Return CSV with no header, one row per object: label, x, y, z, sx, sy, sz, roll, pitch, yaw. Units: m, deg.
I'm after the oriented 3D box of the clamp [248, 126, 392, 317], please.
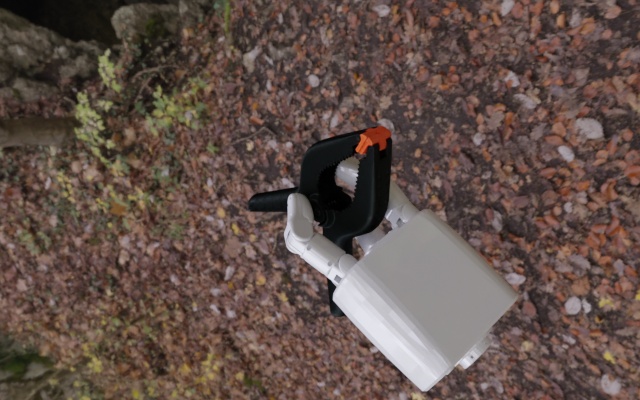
clamp,0.000,0.002,0.456,0.164,0.210,0.036,43,47,20
